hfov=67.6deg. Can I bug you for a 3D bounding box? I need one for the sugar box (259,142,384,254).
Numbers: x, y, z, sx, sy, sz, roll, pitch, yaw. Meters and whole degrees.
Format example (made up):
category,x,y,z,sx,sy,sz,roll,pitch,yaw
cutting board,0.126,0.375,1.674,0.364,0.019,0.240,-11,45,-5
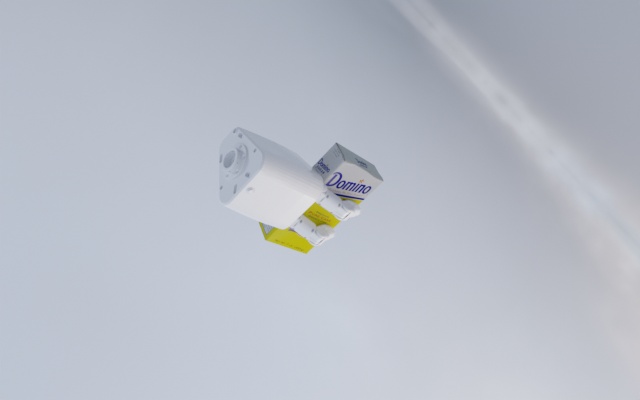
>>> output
category,x,y,z,sx,sy,sz,roll,pitch,yaw
sugar box,0.000,0.003,0.713,0.093,0.048,0.176,24,-58,-43
